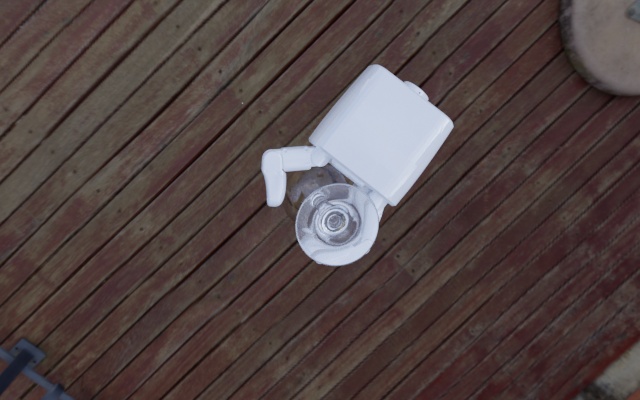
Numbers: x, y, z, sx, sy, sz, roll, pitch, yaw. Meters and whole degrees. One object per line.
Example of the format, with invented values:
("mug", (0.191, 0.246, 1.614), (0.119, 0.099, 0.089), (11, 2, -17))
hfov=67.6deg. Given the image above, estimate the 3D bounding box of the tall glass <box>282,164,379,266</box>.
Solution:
("tall glass", (0.000, 0.002, 0.510), (0.079, 0.079, 0.201), (0, 11, -9))
